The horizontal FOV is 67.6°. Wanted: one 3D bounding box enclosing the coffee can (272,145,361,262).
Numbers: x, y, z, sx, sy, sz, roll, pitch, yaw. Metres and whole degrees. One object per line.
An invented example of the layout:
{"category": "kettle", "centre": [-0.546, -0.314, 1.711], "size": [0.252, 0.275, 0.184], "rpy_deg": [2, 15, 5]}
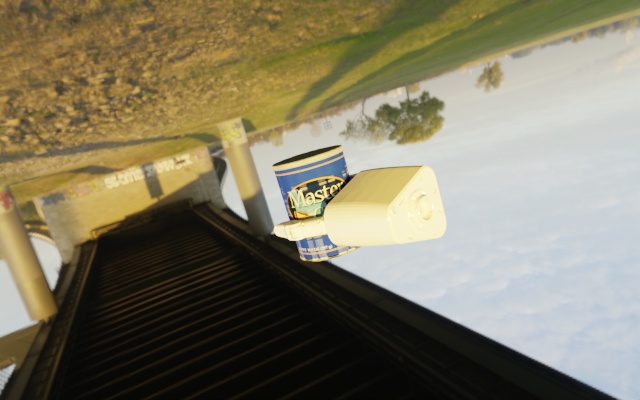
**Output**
{"category": "coffee can", "centre": [0.000, 0.002, 0.681], "size": [0.103, 0.140, 0.103], "rpy_deg": [-16, 11, 3]}
